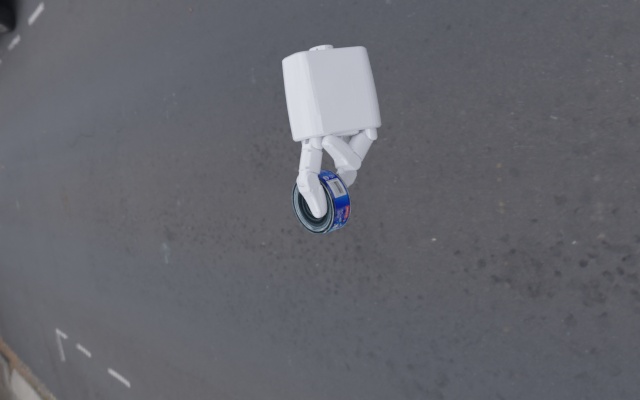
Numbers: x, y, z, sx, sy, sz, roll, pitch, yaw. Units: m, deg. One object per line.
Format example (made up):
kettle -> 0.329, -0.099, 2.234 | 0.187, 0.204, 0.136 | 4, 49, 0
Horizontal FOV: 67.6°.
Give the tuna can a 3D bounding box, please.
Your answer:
tuna can -> 0.000, 0.002, 0.648 | 0.033, 0.086, 0.086 | -18, 12, -41
